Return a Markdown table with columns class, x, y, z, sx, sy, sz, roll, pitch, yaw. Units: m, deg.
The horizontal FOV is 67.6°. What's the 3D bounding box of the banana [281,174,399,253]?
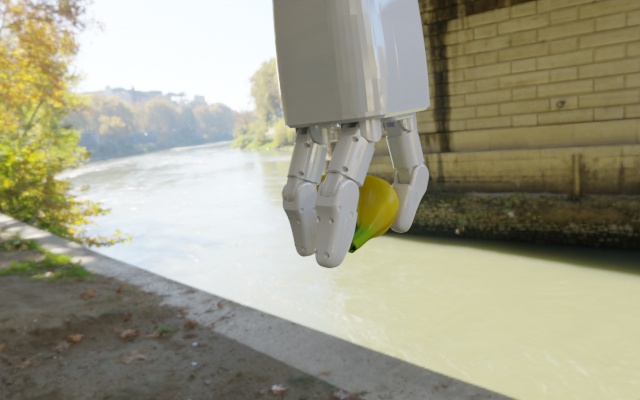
| class | x | y | z | sx | sy | sz | roll | pitch | yaw |
| --- | --- | --- | --- | --- | --- | --- | --- | --- | --- |
| banana | 0.019 | -0.002 | 0.424 | 0.069 | 0.037 | 0.197 | -13 | 13 | -15 |
